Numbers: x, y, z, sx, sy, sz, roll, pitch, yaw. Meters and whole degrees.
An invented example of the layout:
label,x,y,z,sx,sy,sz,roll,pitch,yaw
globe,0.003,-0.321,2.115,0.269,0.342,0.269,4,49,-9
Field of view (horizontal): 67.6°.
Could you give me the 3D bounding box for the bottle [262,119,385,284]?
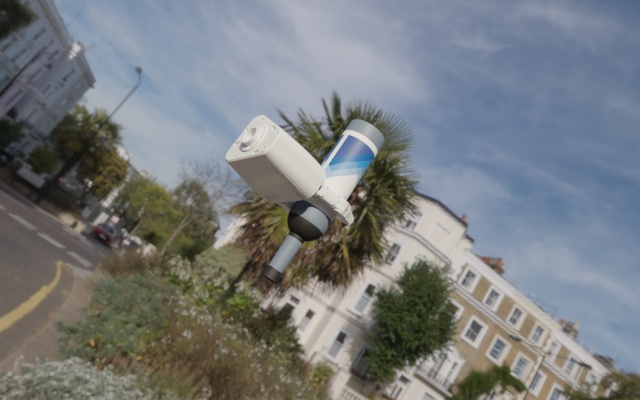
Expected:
label,x,y,z,sx,sy,sz,roll,pitch,yaw
bottle,0.000,0.002,0.769,0.069,0.295,0.069,32,-15,9
